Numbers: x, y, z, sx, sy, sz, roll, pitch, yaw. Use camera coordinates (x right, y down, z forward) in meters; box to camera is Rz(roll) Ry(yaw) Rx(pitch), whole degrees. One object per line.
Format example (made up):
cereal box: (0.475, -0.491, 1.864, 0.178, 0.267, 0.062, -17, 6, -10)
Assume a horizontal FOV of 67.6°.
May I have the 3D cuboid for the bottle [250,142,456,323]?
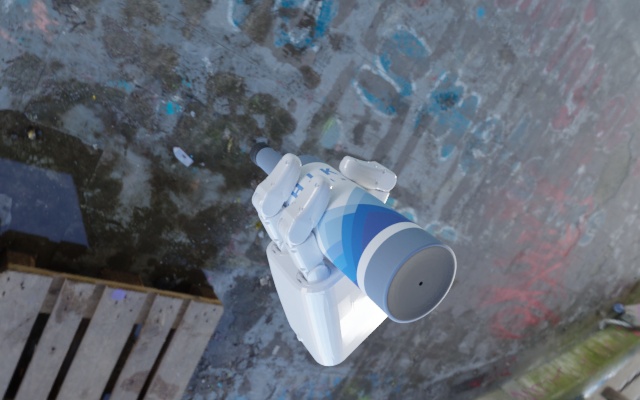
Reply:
bottle: (0.000, 0.002, 0.453, 0.069, 0.069, 0.295, 0, 23, -32)
